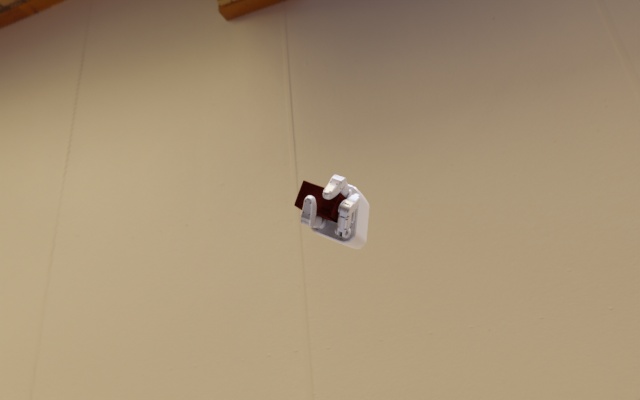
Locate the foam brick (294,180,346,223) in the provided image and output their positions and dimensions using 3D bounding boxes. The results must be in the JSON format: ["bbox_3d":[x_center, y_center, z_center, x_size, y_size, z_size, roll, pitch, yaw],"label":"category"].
[{"bbox_3d":[0.000,0.003,0.898,0.078,0.053,0.051,20,-6,23],"label":"foam brick"}]
